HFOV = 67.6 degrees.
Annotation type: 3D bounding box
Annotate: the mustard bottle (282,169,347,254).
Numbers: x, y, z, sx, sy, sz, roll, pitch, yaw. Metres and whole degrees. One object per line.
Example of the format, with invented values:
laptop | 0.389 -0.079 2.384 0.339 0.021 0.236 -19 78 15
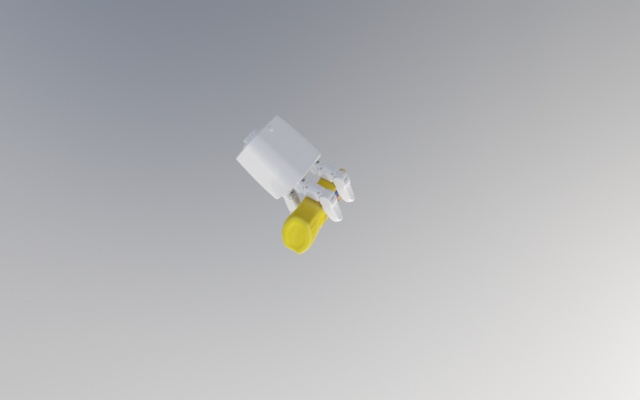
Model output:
mustard bottle | 0.000 0.003 0.869 0.058 0.096 0.191 27 49 10
